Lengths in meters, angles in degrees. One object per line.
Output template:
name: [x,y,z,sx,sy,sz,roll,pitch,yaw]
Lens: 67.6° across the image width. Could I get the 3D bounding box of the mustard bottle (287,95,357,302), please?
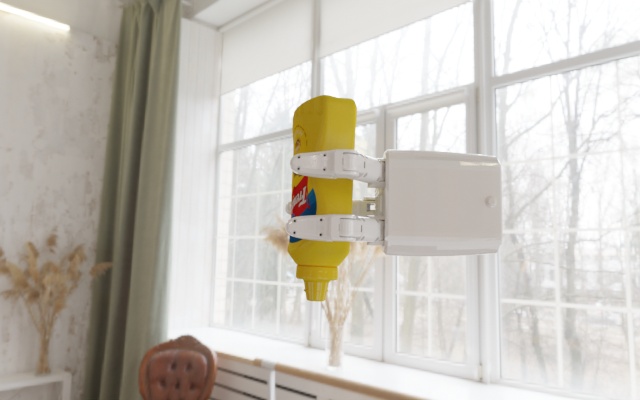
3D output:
mustard bottle: [0.000,0.001,0.470,0.058,0.191,0.096,5,-7,-21]
